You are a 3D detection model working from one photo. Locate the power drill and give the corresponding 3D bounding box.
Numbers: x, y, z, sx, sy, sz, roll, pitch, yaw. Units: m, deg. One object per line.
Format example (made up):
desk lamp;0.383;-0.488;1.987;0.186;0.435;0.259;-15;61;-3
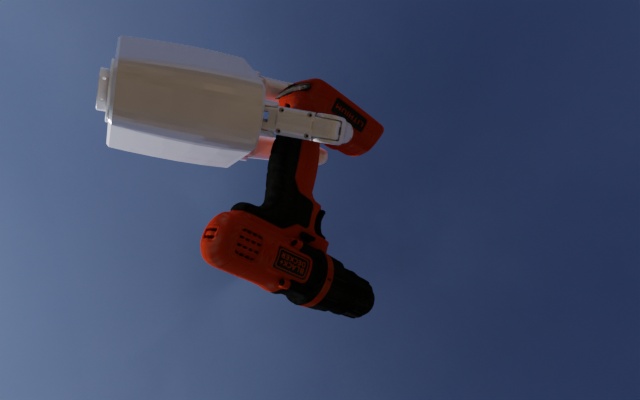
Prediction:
power drill;0.000;0.001;0.436;0.184;0.187;0.057;30;-24;-36
